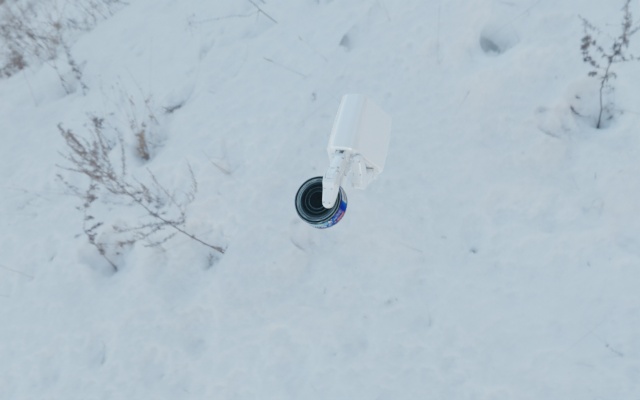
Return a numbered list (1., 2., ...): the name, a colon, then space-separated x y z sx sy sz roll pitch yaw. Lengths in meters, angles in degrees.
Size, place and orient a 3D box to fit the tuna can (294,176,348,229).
1. tuna can: 0.000 0.003 0.805 0.086 0.086 0.034 0 -16 21
